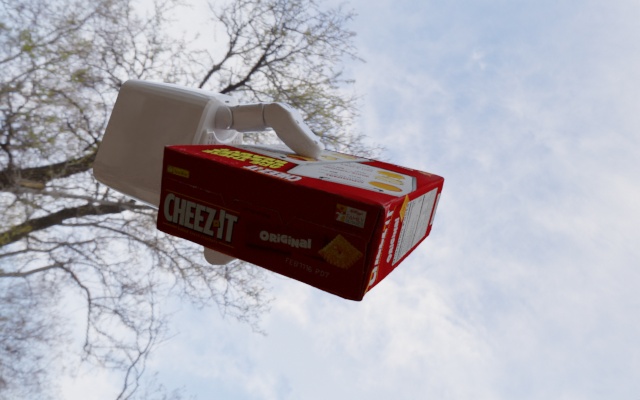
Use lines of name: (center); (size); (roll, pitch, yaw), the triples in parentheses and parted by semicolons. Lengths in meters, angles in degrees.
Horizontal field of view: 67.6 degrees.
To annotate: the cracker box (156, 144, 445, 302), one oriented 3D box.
cracker box: (0.000, 0.001, 0.402); (0.164, 0.072, 0.213); (15, 13, 21)
